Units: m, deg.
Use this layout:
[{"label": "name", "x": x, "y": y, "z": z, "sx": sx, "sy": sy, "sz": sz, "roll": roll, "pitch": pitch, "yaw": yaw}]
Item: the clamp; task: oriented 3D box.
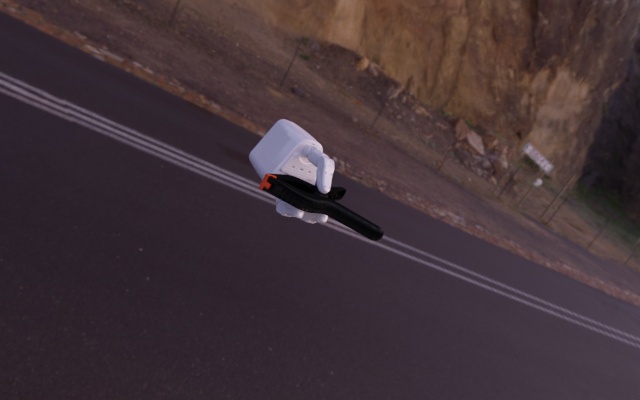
[{"label": "clamp", "x": 0.000, "y": 0.002, "z": 0.786, "sx": 0.210, "sy": 0.036, "sz": 0.164, "roll": 16, "pitch": 20, "yaw": -38}]
